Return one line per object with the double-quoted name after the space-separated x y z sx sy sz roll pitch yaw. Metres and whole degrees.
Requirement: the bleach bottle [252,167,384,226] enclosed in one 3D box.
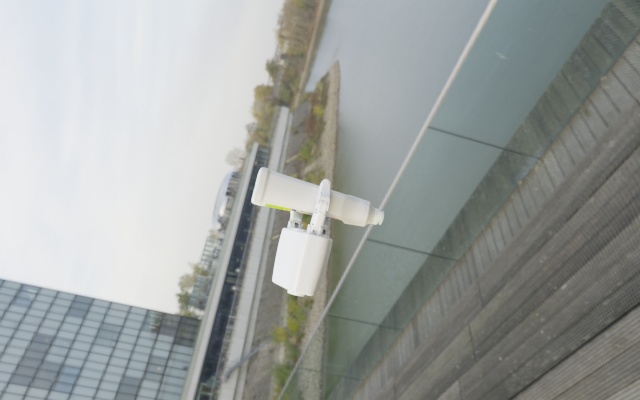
0.000 0.003 0.899 0.251 0.068 0.102 14 -5 -9 "bleach bottle"
